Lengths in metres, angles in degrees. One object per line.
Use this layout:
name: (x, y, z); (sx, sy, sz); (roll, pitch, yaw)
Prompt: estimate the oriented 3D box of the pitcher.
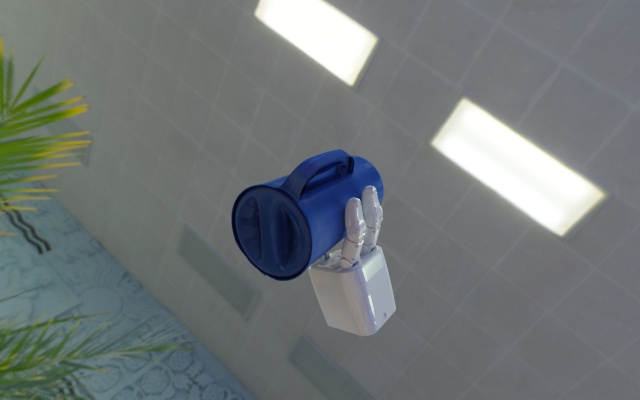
pitcher: (0.000, 0.002, 0.702); (0.149, 0.145, 0.242); (-11, 11, 37)
